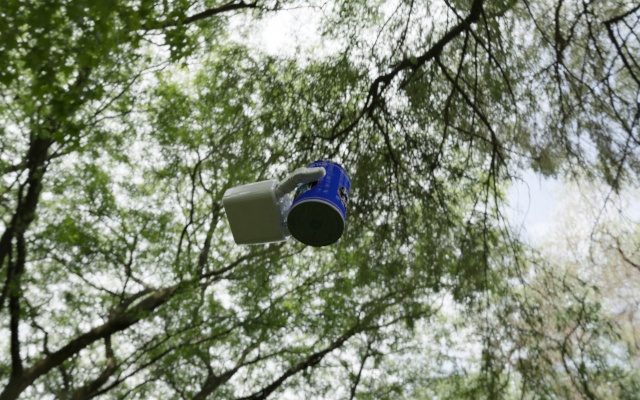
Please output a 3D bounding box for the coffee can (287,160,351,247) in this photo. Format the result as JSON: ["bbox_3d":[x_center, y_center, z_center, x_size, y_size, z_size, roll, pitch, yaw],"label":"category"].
[{"bbox_3d":[0.000,0.003,0.890,0.103,0.103,0.140,0,35,9],"label":"coffee can"}]
